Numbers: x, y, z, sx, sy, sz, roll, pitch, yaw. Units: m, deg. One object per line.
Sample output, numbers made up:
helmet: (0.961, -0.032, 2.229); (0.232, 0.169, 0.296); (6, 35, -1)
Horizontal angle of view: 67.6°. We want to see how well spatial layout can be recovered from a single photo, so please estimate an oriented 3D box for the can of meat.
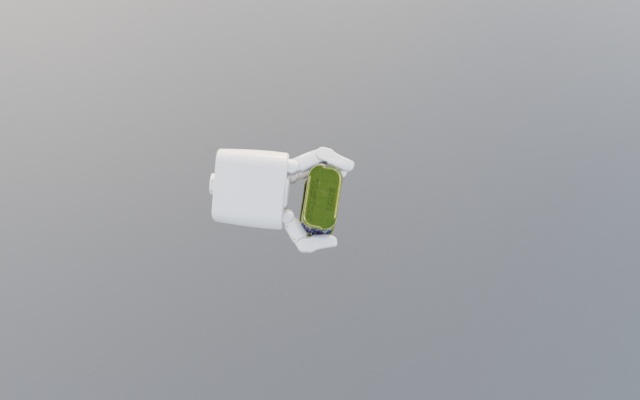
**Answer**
can of meat: (0.000, 0.002, 0.731); (0.057, 0.102, 0.084); (8, -11, -2)
